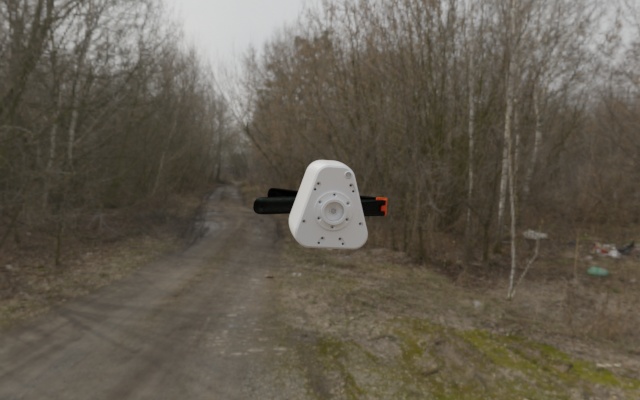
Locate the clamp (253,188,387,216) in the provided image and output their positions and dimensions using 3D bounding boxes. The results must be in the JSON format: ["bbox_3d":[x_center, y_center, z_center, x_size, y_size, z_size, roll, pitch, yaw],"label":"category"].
[{"bbox_3d":[0.001,0.002,0.775,0.210,0.036,0.164,2,8,-6],"label":"clamp"}]
